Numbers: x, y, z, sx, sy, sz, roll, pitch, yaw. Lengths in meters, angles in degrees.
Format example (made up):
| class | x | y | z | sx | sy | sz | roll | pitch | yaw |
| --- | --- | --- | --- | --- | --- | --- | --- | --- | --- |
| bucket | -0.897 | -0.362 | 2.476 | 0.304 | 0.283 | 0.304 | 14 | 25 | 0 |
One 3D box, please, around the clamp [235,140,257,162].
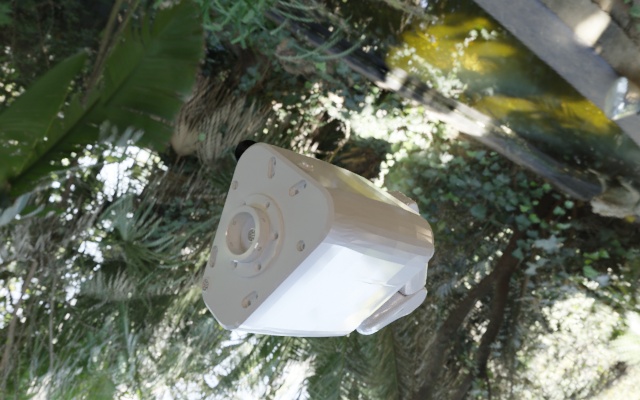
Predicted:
| class | x | y | z | sx | sy | sz | roll | pitch | yaw |
| --- | --- | --- | --- | --- | --- | --- | --- | --- | --- |
| clamp | 0.000 | 0.002 | 0.419 | 0.120 | 0.039 | 0.171 | 15 | 17 | -47 |
